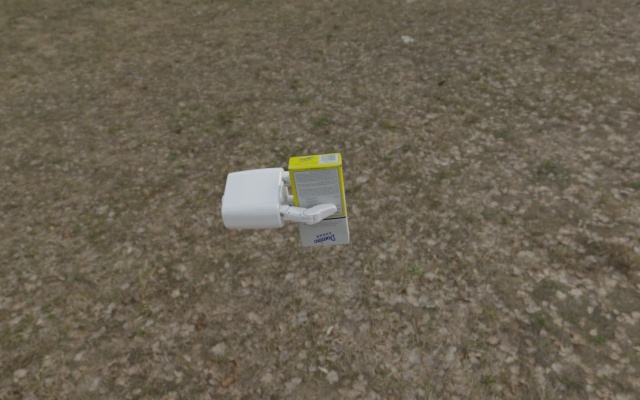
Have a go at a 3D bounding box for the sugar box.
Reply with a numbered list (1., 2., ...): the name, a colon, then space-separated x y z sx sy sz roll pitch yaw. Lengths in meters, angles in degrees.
1. sugar box: 0.000 0.002 0.875 0.093 0.176 0.048 -4 36 5
